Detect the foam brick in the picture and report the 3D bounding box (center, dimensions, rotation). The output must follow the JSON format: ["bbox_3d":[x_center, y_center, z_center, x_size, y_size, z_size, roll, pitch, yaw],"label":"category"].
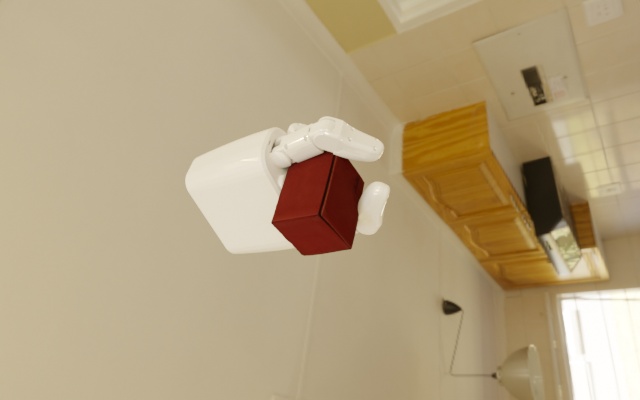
[{"bbox_3d":[0.000,0.002,0.417,0.051,0.078,0.053,-12,-45,31],"label":"foam brick"}]
